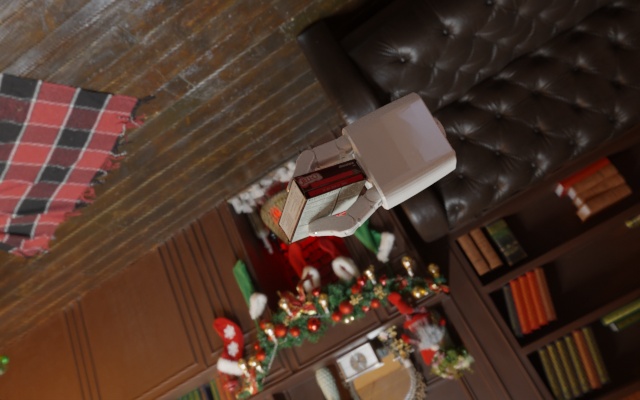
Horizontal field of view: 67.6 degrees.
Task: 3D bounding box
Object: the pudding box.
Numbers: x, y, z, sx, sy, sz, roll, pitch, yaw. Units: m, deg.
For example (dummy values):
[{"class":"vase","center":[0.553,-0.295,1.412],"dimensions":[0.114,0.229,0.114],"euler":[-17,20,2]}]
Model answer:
[{"class":"pudding box","center":[0.000,0.002,0.612],"dimensions":[0.090,0.039,0.114],"euler":[-18,-28,-26]}]
